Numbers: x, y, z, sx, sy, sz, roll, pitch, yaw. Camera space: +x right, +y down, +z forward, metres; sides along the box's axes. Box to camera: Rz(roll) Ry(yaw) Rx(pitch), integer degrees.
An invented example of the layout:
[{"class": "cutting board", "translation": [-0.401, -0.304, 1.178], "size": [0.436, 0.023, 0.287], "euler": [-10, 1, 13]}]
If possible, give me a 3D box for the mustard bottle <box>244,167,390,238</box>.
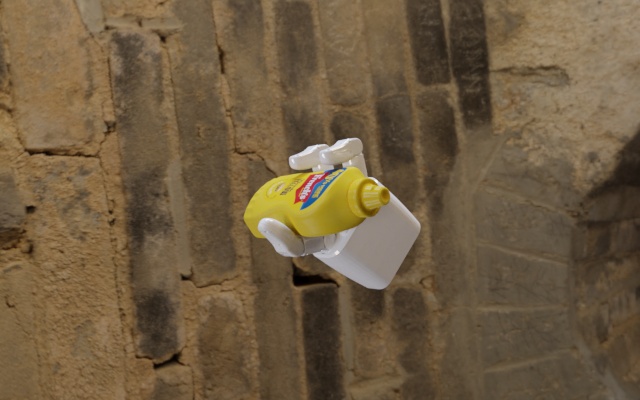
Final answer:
[{"class": "mustard bottle", "translation": [0.000, 0.002, 0.543], "size": [0.191, 0.058, 0.096], "euler": [-4, 32, 47]}]
